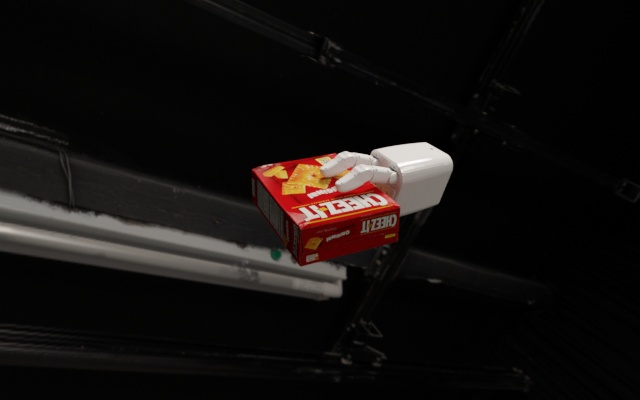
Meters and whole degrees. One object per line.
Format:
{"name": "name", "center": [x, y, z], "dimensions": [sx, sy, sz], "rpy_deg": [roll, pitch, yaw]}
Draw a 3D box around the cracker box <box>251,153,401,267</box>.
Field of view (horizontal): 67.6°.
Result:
{"name": "cracker box", "center": [0.000, 0.003, 0.759], "dimensions": [0.164, 0.072, 0.213], "rpy_deg": [-12, 31, -22]}
